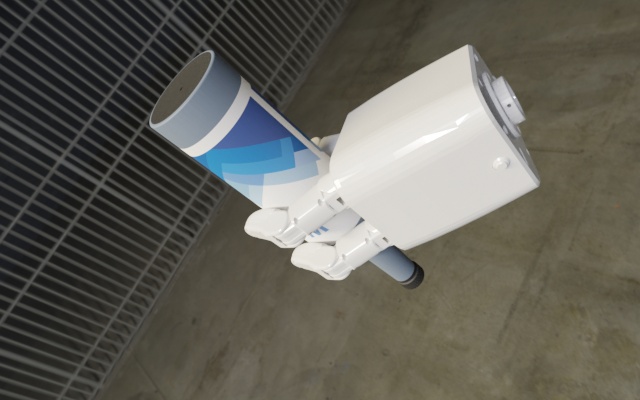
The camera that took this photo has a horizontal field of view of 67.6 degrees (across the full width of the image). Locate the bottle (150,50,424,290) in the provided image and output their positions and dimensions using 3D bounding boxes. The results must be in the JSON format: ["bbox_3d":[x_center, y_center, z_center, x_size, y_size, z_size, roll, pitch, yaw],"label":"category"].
[{"bbox_3d":[0.000,0.001,0.404,0.069,0.069,0.296,0,-32,49],"label":"bottle"}]
